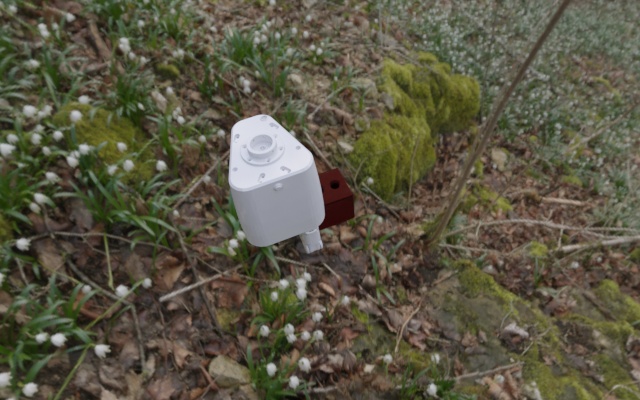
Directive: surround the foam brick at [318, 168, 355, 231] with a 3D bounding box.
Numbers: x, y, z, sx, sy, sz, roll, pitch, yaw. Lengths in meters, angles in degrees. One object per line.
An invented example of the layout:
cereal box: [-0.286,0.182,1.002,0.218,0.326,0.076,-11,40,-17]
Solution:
foam brick: [0.000,0.002,0.628,0.078,0.053,0.051,-20,-38,-9]
